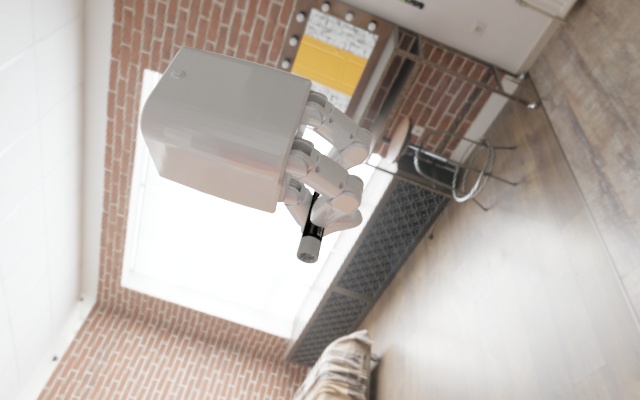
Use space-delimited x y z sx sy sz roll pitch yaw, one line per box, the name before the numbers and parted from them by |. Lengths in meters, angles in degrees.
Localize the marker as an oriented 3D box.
marker | 0.000 0.001 0.424 0.020 0.121 0.020 8 -40 7
